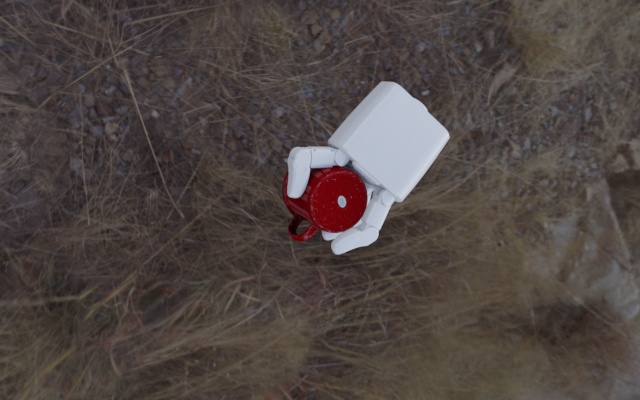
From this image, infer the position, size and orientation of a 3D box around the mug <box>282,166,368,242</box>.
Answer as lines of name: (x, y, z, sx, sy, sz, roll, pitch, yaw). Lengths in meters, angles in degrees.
mug: (-0.001, 0.003, 0.609, 0.093, 0.117, 0.081, 41, -5, -27)
